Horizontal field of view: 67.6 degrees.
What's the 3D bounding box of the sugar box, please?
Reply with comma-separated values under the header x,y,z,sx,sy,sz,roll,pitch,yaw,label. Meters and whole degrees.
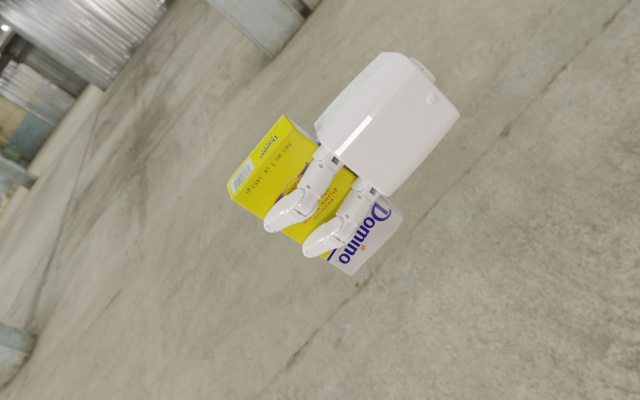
x,y,z,sx,sy,sz,roll,pitch,yaw,label
0.000,0.002,0.499,0.176,0.093,0.048,36,12,-30,sugar box
